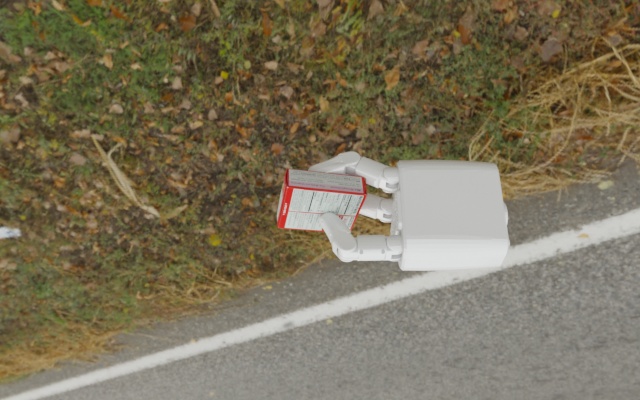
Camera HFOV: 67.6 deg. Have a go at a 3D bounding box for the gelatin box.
[{"bbox_3d":[0.000,0.002,0.530,0.089,0.030,0.073,5,-40,-11],"label":"gelatin box"}]
